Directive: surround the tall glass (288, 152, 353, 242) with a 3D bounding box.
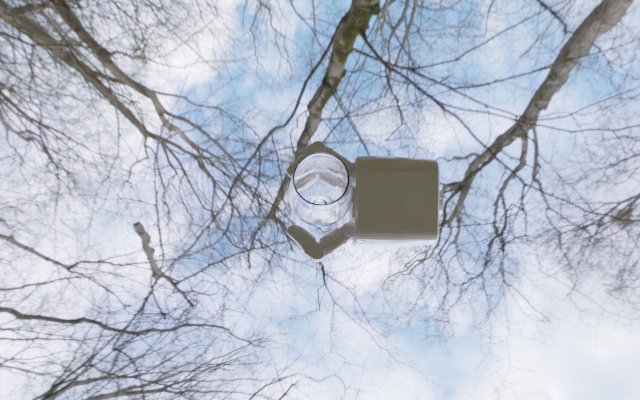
[{"bbox_3d":[0.000,0.002,0.610,0.079,0.079,0.201,0,-15,0],"label":"tall glass"}]
